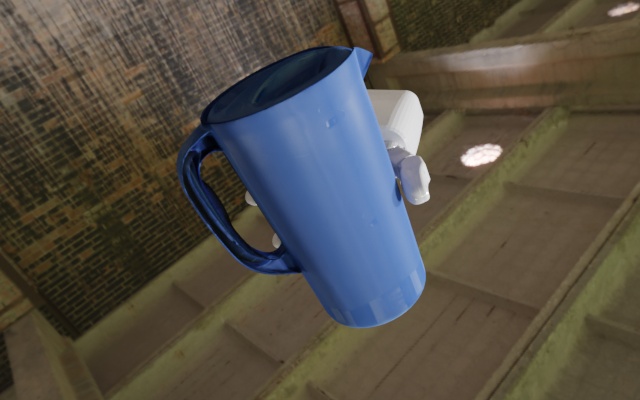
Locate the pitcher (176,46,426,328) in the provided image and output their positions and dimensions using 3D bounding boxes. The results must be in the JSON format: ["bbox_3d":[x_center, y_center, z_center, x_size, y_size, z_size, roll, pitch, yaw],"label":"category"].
[{"bbox_3d":[0.000,0.001,0.426,0.149,0.243,0.145,-11,31,27],"label":"pitcher"}]
